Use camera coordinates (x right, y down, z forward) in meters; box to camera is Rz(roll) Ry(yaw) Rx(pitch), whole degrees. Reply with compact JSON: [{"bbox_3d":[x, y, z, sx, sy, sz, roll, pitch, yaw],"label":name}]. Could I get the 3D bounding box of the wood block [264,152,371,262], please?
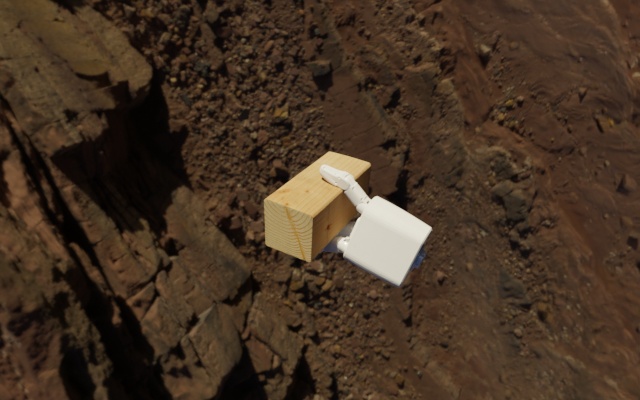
[{"bbox_3d":[0.000,0.003,0.817,0.090,0.091,0.206,19,35,24],"label":"wood block"}]
